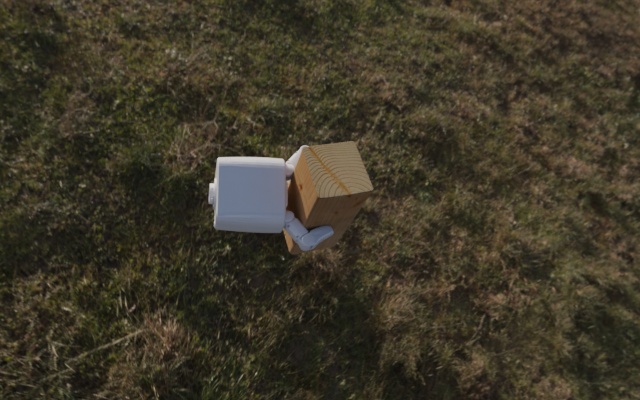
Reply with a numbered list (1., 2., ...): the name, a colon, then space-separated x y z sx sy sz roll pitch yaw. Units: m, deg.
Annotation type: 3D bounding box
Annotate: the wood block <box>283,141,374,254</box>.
1. wood block: 0.000 0.003 0.787 0.090 0.090 0.206 -9 -25 -21
